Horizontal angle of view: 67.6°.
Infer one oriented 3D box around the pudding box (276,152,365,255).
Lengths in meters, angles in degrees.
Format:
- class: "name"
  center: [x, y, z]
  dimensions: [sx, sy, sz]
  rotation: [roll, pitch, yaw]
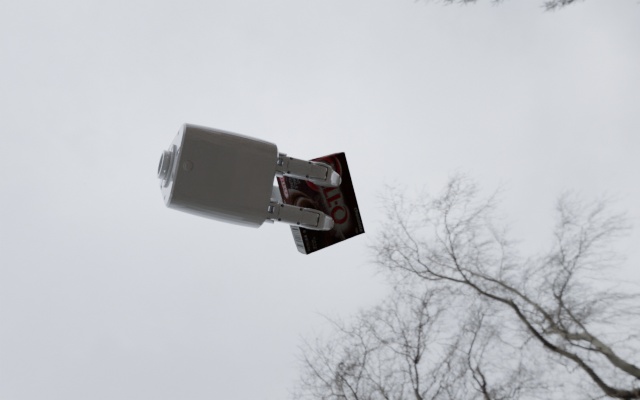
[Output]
- class: "pudding box"
  center: [0.000, 0.002, 0.612]
  dimensions: [0.090, 0.113, 0.039]
  rotation: [-18, 10, -24]
